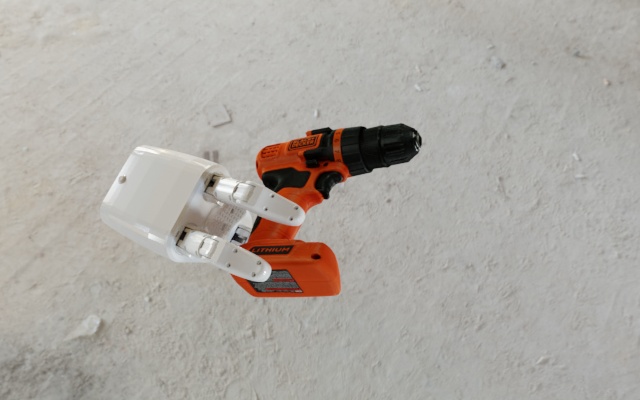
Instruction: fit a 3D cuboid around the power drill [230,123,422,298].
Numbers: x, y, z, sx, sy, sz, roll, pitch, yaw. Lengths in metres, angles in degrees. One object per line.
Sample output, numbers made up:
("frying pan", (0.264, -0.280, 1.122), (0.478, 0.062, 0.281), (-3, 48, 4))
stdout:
("power drill", (0.000, 0.002, 0.461), (0.184, 0.187, 0.057), (-8, -48, 27))
